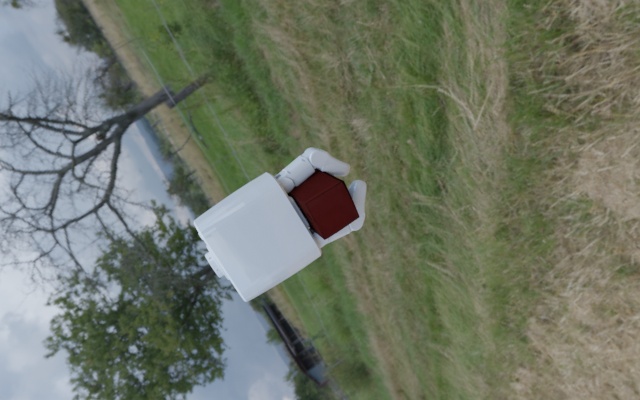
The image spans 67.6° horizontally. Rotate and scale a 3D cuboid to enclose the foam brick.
[{"bbox_3d":[0.000,0.002,0.561,0.051,0.053,0.078,-32,25,-12],"label":"foam brick"}]
